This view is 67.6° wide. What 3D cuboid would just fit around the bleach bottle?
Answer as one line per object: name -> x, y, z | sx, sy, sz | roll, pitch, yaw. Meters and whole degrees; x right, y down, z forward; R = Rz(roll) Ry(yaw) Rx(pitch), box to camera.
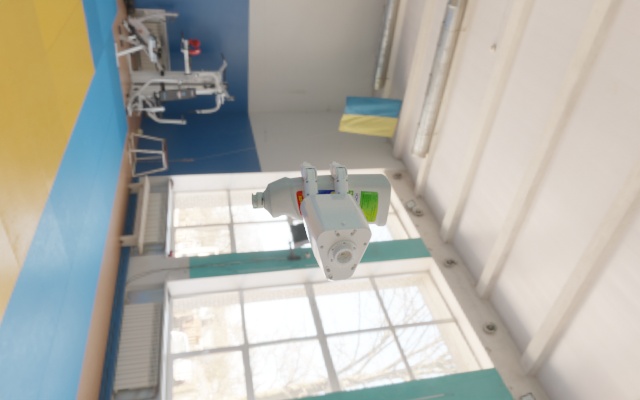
bleach bottle -> 0.000, 0.003, 0.879 | 0.251, 0.103, 0.068 | -3, 29, -14
